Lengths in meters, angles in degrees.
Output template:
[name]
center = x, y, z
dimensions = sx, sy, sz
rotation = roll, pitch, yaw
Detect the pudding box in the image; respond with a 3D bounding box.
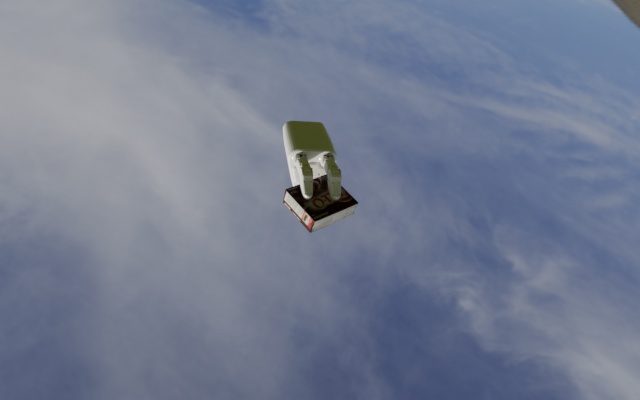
[pudding box]
center = 0.000, 0.003, 0.894
dimensions = 0.113, 0.039, 0.090
rotation = -24, 56, -34
